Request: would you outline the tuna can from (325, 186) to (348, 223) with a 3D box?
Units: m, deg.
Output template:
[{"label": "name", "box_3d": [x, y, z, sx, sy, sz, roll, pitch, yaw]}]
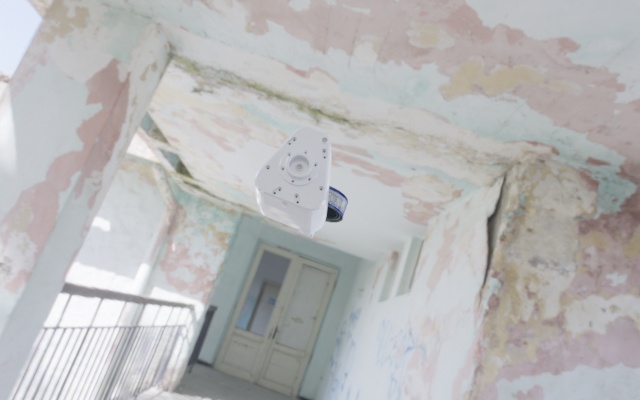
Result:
[{"label": "tuna can", "box_3d": [0.000, 0.002, 0.769, 0.086, 0.033, 0.086, 18, -19, 6]}]
